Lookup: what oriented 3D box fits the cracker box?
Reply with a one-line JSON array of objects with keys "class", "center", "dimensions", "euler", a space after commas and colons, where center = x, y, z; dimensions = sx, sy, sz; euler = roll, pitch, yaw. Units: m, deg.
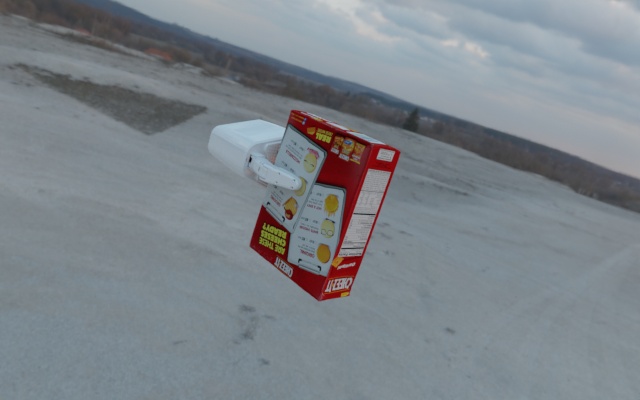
[{"class": "cracker box", "center": [0.000, 0.002, 0.656], "dimensions": [0.072, 0.214, 0.164], "euler": [4, 20, -45]}]
